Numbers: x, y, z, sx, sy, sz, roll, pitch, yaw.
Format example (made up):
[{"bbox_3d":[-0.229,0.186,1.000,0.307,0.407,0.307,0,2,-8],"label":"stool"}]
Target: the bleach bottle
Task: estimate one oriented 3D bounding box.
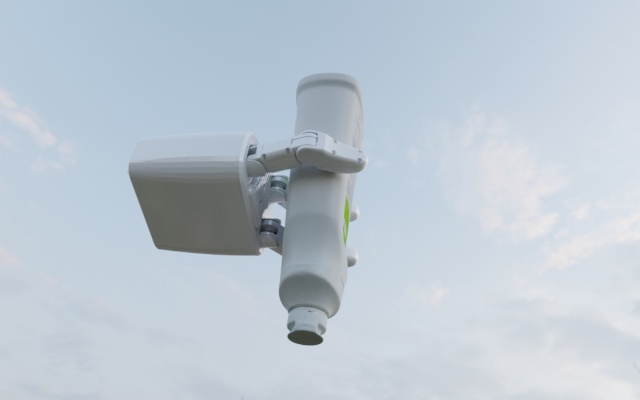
[{"bbox_3d":[0.000,0.001,0.431,0.068,0.250,0.103,0,-39,10],"label":"bleach bottle"}]
